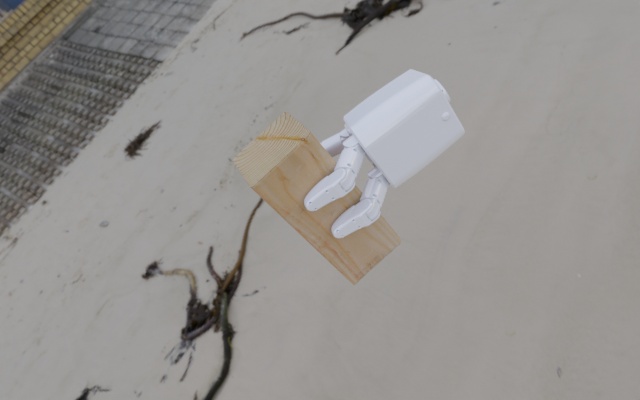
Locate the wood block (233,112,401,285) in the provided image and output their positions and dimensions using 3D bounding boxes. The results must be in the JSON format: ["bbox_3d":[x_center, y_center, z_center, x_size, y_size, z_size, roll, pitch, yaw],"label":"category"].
[{"bbox_3d":[0.000,0.001,0.596,0.206,0.090,0.090,47,1,-34],"label":"wood block"}]
